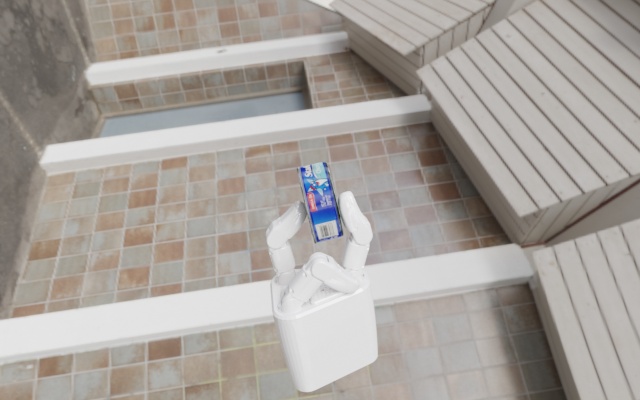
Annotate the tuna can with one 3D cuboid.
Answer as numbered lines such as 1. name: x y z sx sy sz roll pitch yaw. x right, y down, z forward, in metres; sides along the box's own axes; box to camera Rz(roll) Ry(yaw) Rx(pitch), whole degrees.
1. tuna can: 0.001 0.002 0.522 0.034 0.086 0.086 -13 0 0
